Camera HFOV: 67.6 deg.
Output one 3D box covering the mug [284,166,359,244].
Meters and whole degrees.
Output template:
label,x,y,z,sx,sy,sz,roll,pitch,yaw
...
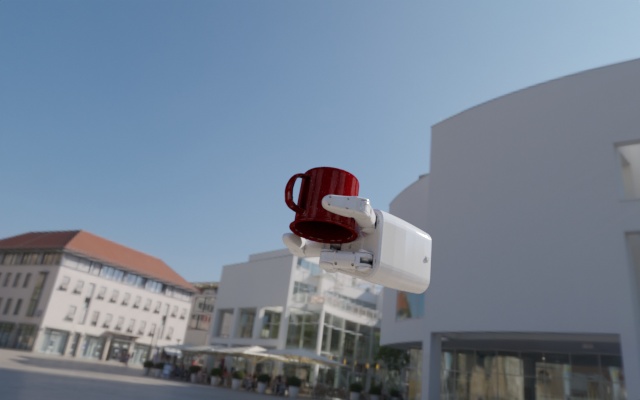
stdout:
label,x,y,z,sx,sy,sz,roll,pitch,yaw
mug,-0.001,0.001,0.647,0.117,0.081,0.093,24,-27,-33
